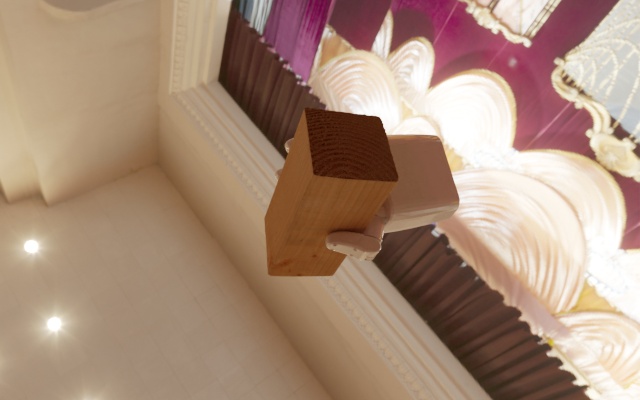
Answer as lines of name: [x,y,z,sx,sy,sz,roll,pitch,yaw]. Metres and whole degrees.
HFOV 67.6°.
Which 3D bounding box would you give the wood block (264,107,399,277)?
wood block: [0.000,0.002,0.553,0.090,0.090,0.206,3,-36,-18]
